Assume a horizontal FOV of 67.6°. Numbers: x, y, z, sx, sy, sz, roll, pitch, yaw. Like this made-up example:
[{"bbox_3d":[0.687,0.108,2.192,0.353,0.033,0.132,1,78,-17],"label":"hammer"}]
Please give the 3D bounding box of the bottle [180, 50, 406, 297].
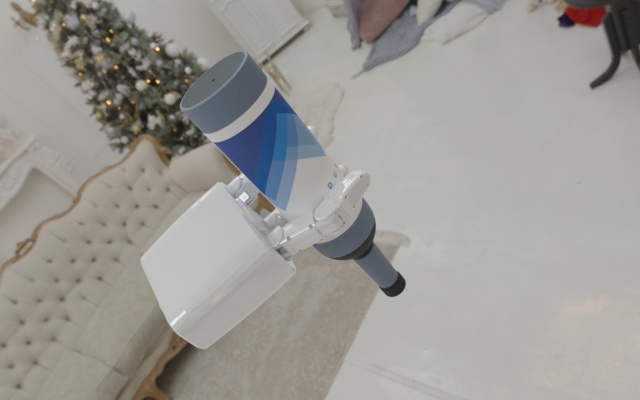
[{"bbox_3d":[0.000,0.001,0.440,0.069,0.069,0.296,0,-39,45],"label":"bottle"}]
